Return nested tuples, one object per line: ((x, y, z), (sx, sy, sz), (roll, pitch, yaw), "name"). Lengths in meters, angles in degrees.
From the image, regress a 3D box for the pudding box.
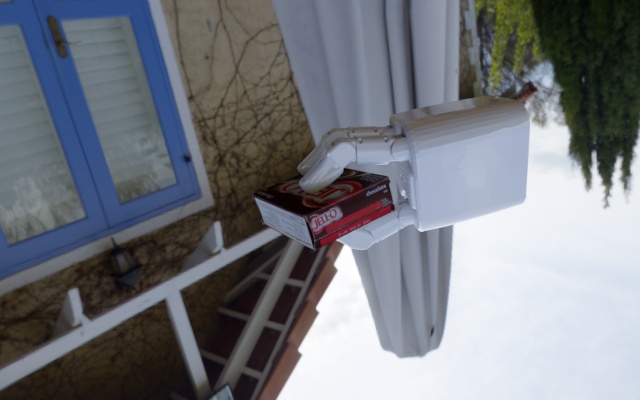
((0.000, 0.002, 0.450), (0.090, 0.039, 0.113), (-24, 19, -26), "pudding box")
